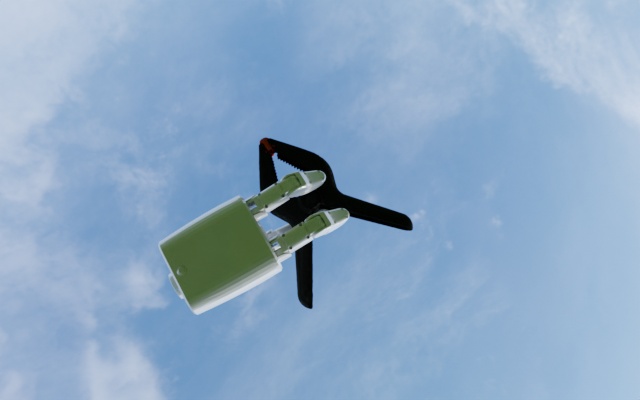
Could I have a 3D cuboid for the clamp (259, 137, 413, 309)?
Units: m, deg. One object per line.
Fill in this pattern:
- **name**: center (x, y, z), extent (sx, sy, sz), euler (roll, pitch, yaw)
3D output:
- **clamp**: center (0.000, 0.002, 0.587), extent (0.164, 0.210, 0.036), euler (-30, -13, -9)
